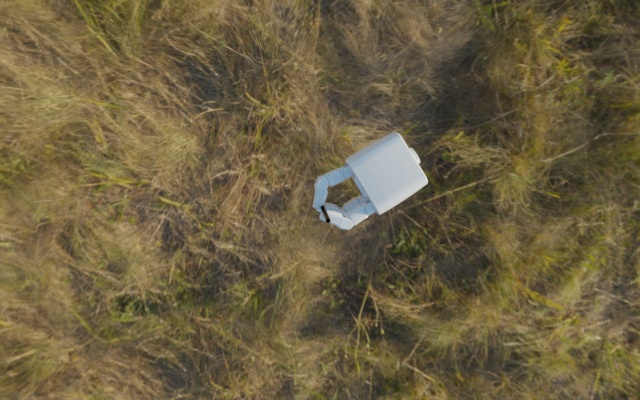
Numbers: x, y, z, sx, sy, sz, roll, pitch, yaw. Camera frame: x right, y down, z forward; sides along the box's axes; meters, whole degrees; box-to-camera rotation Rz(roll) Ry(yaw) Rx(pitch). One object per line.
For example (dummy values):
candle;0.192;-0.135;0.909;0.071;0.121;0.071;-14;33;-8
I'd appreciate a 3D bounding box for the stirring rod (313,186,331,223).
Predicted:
stirring rod;0.000;0.003;0.897;0.011;0.011;0.239;0;15;-6
